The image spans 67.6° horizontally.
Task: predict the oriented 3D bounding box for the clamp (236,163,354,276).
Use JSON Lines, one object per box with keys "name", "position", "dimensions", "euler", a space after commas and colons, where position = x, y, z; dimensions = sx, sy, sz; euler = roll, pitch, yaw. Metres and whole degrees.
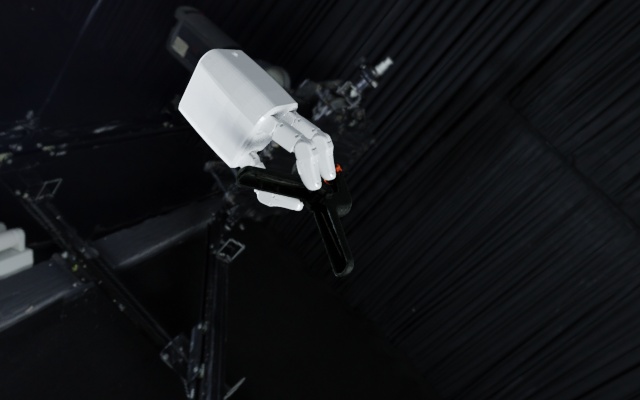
{"name": "clamp", "position": [0.000, 0.002, 0.601], "dimensions": [0.036, 0.164, 0.210], "euler": [-45, -3, 24]}
